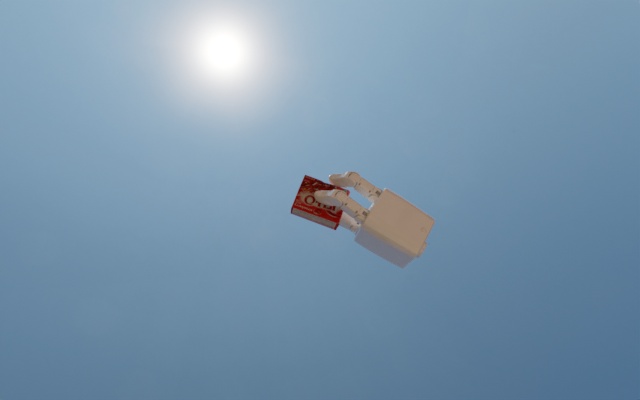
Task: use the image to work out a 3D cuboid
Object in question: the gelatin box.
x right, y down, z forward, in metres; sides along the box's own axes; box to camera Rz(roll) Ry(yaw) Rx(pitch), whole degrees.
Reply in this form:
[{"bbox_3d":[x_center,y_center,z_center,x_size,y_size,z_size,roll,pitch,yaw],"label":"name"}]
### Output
[{"bbox_3d":[0.000,0.003,0.853,0.089,0.073,0.030,20,-31,1],"label":"gelatin box"}]
